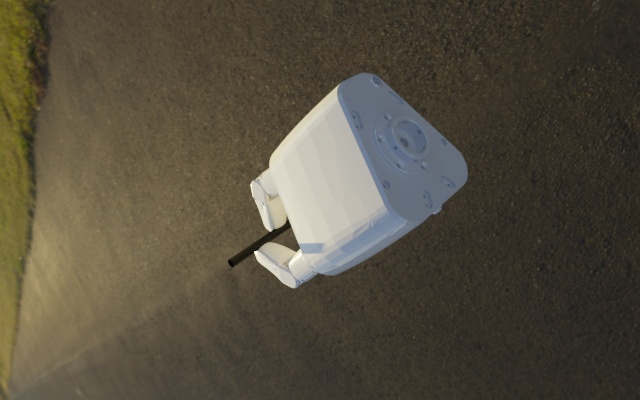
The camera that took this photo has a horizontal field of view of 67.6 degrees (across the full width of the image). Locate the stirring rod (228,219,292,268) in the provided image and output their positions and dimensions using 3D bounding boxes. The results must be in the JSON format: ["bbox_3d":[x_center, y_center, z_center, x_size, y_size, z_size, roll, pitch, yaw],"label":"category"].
[{"bbox_3d":[0.000,0.002,0.490,0.011,0.011,0.239,0,26,47],"label":"stirring rod"}]
